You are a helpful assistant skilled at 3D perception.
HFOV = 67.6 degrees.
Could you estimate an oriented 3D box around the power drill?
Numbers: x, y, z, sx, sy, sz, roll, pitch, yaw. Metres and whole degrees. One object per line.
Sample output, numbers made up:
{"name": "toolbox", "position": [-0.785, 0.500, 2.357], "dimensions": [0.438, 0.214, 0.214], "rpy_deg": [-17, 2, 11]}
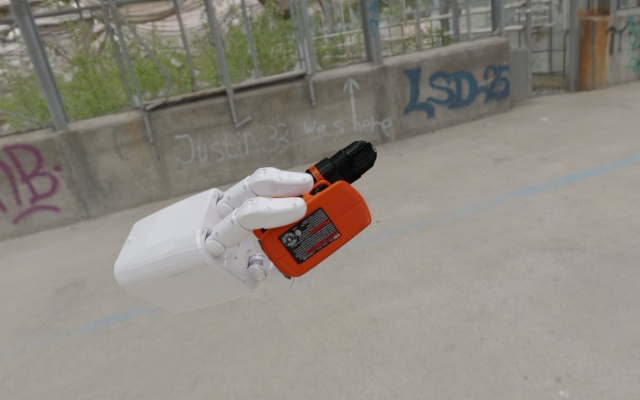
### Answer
{"name": "power drill", "position": [0.000, 0.002, 0.529], "dimensions": [0.184, 0.057, 0.187], "rpy_deg": [-38, 12, 2]}
